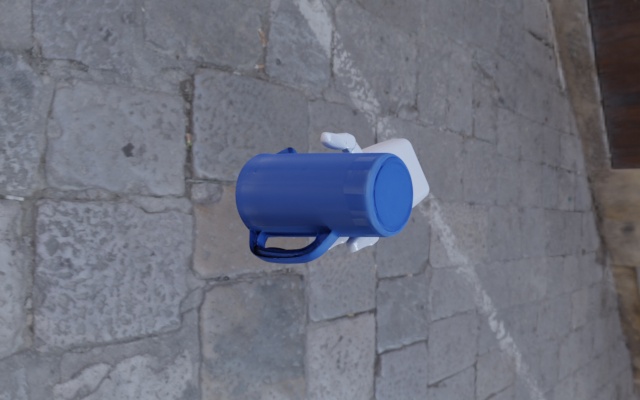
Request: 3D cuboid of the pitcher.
[{"bbox_3d":[0.000,0.002,0.676,0.243,0.149,0.145,1,17,42],"label":"pitcher"}]
